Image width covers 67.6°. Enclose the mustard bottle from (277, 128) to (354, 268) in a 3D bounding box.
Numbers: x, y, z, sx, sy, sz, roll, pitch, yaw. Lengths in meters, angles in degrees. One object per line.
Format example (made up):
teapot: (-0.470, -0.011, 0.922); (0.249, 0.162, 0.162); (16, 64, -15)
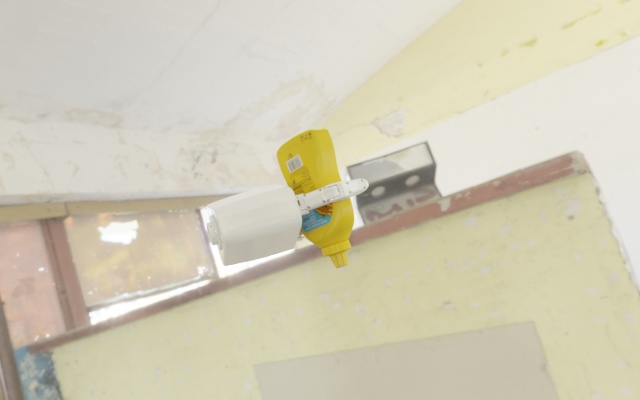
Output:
mustard bottle: (0.000, 0.002, 0.677); (0.058, 0.191, 0.096); (-11, -10, -43)
